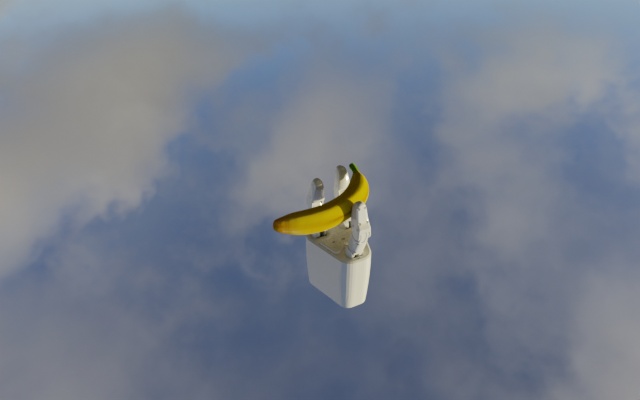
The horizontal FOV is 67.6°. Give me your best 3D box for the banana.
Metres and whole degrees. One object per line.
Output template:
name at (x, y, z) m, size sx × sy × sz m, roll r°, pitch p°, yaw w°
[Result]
banana at (0.017, 0.008, 0.718) m, size 0.069 × 0.037 × 0.197 m, roll 27°, pitch 43°, yaw 29°
